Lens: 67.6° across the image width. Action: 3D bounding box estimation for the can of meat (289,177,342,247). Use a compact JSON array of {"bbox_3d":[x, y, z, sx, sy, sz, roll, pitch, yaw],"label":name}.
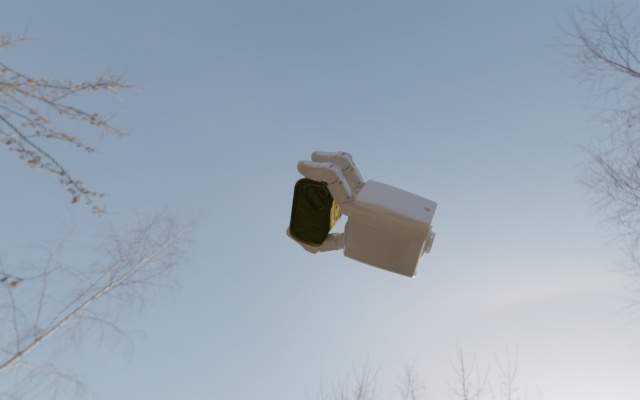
[{"bbox_3d":[0.000,0.002,0.701,0.057,0.102,0.084,16,28,15],"label":"can of meat"}]
